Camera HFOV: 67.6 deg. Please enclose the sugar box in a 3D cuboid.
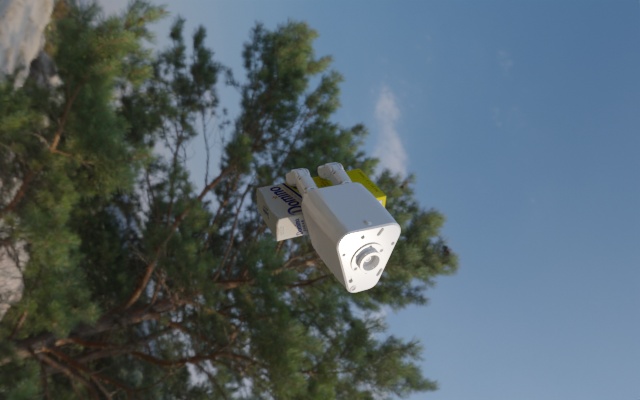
[{"bbox_3d":[0.000,0.002,0.727,0.176,0.048,0.093,-10,35,-23],"label":"sugar box"}]
